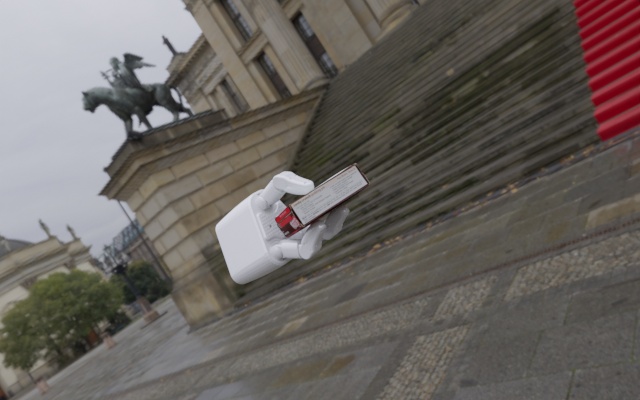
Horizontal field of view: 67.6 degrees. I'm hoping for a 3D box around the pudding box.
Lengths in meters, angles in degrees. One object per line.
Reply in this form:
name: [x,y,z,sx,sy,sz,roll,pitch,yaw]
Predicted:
pudding box: [0.000,0.002,0.639,0.113,0.039,0.090,-34,0,-21]
